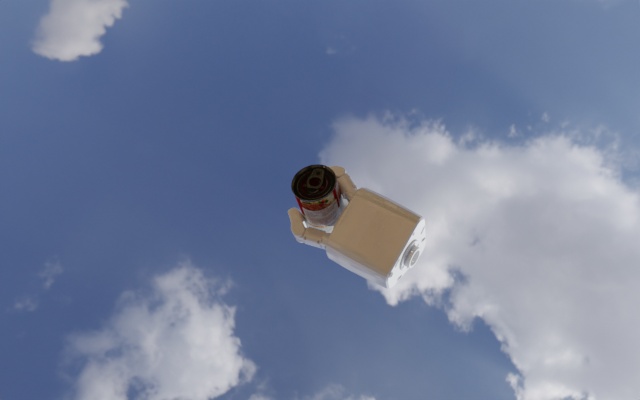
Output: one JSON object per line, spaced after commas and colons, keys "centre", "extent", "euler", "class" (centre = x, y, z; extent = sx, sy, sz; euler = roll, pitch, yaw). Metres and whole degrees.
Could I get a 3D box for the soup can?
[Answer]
{"centre": [0.000, 0.002, 0.736], "extent": [0.068, 0.068, 0.102], "euler": [0, -35, 14], "class": "soup can"}
